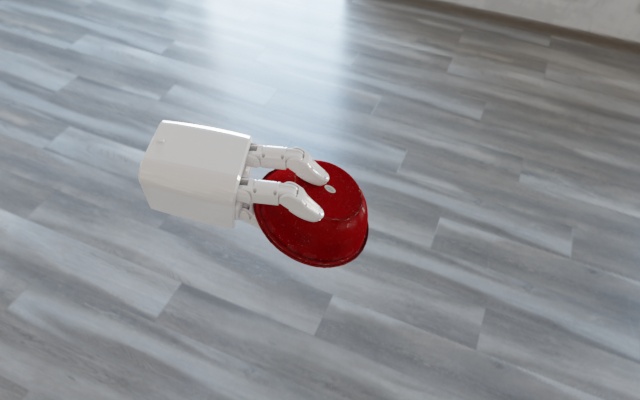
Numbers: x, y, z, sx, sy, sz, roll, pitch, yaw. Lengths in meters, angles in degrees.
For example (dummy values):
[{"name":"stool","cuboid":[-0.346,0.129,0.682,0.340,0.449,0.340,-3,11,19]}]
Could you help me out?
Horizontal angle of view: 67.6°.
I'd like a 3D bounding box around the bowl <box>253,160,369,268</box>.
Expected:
[{"name":"bowl","cuboid":[0.001,0.002,0.604,0.162,0.162,0.055,0,-35,-28]}]
